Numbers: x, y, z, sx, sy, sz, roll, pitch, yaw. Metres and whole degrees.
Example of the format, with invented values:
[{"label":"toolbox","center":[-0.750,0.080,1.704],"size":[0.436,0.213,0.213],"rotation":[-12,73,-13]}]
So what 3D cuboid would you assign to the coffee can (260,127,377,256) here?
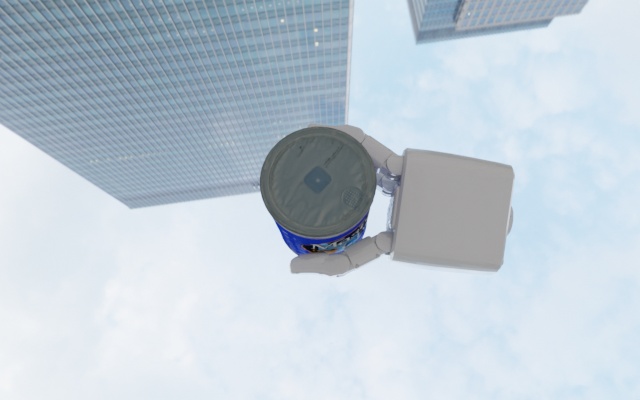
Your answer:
[{"label":"coffee can","center":[0.000,0.002,0.482],"size":[0.103,0.102,0.140],"rotation":[0,-16,2]}]
